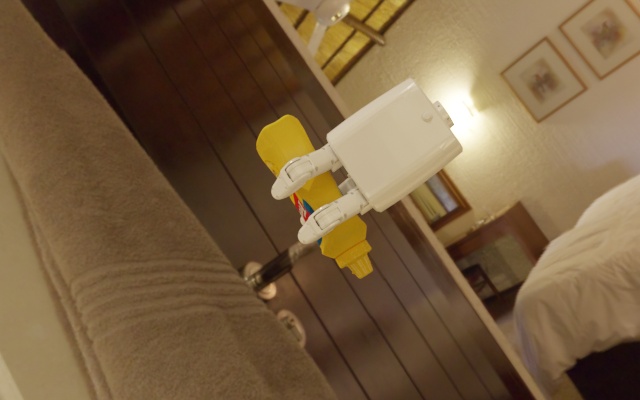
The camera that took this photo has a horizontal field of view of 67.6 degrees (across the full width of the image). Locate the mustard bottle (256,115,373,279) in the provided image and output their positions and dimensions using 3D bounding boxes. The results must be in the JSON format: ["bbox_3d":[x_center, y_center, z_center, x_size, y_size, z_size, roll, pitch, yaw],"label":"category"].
[{"bbox_3d":[0.000,0.002,0.539,0.058,0.191,0.096,-31,-9,-11],"label":"mustard bottle"}]
